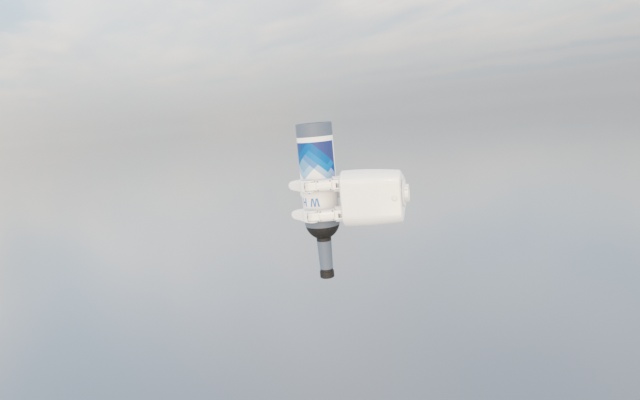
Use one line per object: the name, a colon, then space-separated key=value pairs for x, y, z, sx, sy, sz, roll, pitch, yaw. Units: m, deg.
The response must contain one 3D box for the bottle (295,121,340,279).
bottle: x=0.000 y=0.003 z=0.896 sx=0.069 sy=0.296 sz=0.069 roll=-5 pitch=10 yaw=1
